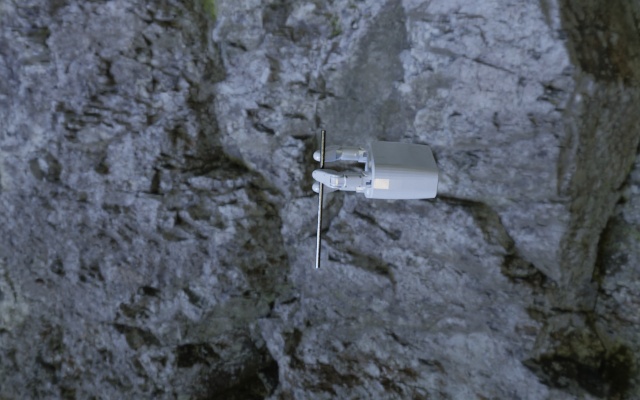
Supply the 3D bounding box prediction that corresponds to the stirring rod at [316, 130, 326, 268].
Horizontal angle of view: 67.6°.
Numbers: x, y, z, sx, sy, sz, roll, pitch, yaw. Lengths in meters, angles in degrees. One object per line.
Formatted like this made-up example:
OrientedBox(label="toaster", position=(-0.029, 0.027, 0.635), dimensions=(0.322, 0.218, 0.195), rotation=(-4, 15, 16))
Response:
OrientedBox(label="stirring rod", position=(0.000, 0.003, 0.802), dimensions=(0.011, 0.240, 0.011), rotation=(2, 18, -1))
